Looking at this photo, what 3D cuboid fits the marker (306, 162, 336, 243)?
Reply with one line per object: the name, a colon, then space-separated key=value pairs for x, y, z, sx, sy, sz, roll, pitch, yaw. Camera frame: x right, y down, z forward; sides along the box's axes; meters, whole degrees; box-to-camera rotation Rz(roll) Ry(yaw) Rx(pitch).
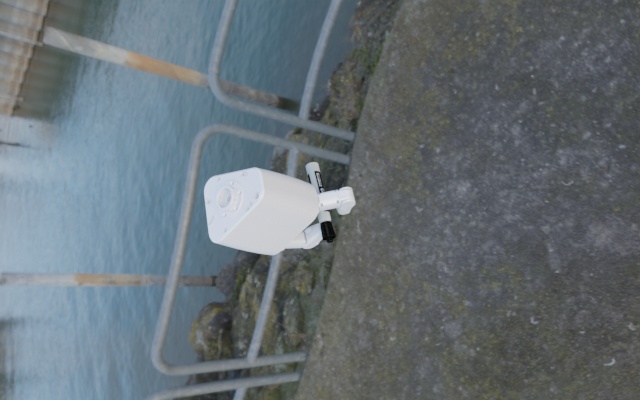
marker: x=0.000 y=0.002 z=0.670 sx=0.020 sy=0.121 sz=0.020 roll=-11 pitch=-24 yaw=-5
